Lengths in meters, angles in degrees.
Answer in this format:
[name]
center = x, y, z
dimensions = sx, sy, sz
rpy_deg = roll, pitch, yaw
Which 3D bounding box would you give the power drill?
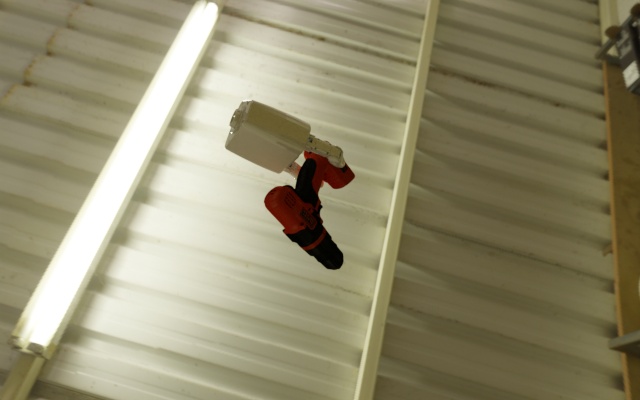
[power drill]
center = 0.000, 0.002, 0.821
dimensions = 0.057, 0.187, 0.184
rpy_deg = -17, -55, 37
